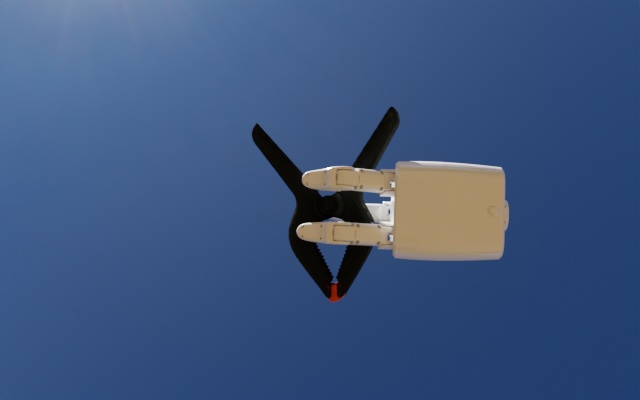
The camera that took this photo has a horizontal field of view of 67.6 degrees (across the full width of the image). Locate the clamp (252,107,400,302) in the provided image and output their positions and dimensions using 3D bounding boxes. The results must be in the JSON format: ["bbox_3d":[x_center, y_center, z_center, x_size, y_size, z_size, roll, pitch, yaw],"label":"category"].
[{"bbox_3d":[0.000,0.002,0.521,0.164,0.210,0.036,2,-5,12],"label":"clamp"}]
